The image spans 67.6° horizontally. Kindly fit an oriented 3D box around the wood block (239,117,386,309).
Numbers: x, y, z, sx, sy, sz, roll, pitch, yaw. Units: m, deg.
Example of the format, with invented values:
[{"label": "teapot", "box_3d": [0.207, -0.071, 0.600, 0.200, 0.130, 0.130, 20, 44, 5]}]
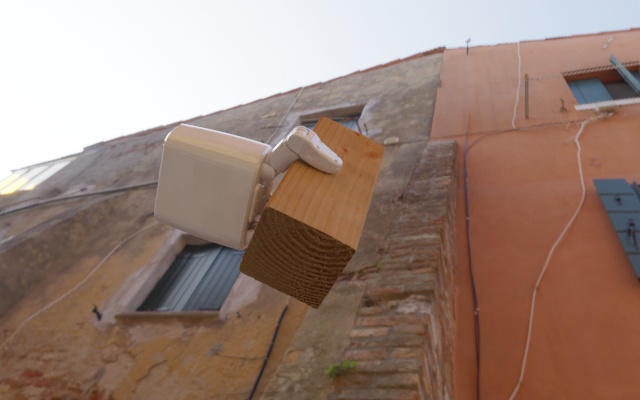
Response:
[{"label": "wood block", "box_3d": [0.000, 0.001, 0.520, 0.090, 0.091, 0.206, 26, 36, -2]}]
